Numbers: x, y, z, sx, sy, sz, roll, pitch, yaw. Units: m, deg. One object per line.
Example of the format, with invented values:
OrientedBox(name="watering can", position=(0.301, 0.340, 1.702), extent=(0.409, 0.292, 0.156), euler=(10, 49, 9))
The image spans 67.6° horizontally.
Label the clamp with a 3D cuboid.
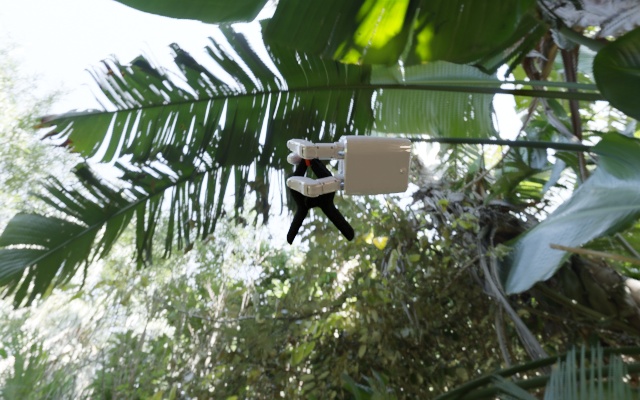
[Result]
OrientedBox(name="clamp", position=(0.000, 0.002, 0.813), extent=(0.120, 0.171, 0.039), euler=(1, 25, -1))
